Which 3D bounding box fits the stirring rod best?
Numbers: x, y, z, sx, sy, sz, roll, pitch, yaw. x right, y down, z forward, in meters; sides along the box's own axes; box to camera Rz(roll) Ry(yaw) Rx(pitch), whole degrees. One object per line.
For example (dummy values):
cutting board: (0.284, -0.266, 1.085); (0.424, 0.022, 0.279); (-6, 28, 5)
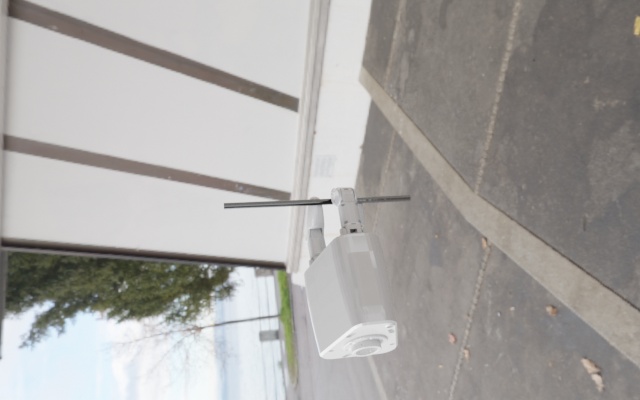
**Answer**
stirring rod: (0.000, 0.002, 0.605); (0.239, 0.011, 0.011); (-2, 0, -12)
